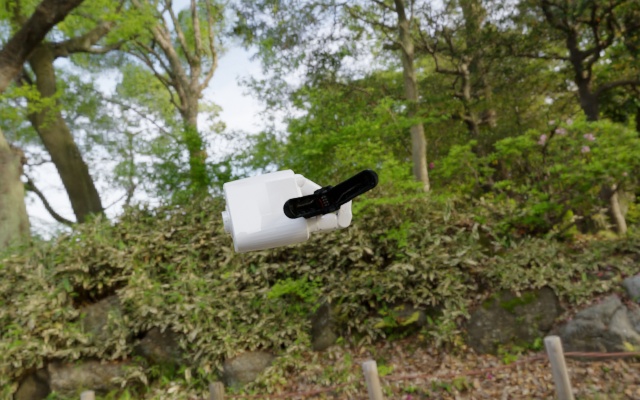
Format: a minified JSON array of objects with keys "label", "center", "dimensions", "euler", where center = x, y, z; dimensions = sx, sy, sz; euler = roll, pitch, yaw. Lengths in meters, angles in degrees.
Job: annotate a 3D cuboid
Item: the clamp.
[{"label":"clamp","center":[0.000,0.001,0.634],"dimensions":[0.120,0.039,0.171],"euler":[-15,-8,-13]}]
